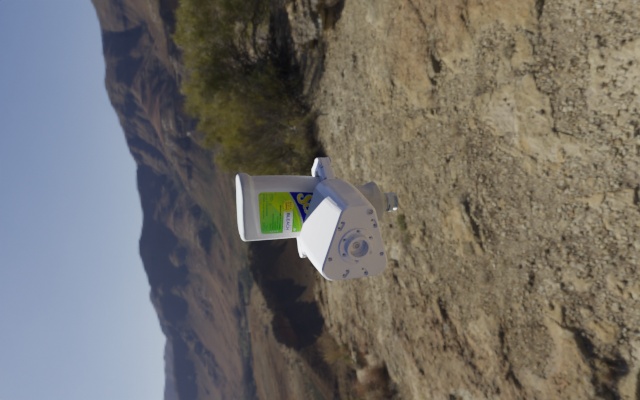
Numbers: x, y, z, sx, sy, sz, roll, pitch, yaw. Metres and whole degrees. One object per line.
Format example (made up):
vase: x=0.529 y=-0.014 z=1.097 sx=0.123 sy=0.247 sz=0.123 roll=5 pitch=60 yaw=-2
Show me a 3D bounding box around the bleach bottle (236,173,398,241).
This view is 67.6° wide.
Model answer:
bleach bottle: x=0.000 y=0.003 z=0.738 sx=0.251 sy=0.103 sz=0.068 roll=-4 pitch=20 yaw=-16
